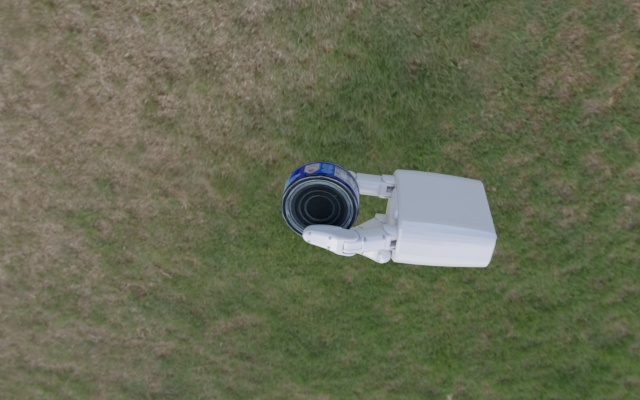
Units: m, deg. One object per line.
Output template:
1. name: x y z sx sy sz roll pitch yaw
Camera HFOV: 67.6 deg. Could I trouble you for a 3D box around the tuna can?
1. tuna can: 0.000 0.002 0.525 0.086 0.086 0.033 0 31 6
